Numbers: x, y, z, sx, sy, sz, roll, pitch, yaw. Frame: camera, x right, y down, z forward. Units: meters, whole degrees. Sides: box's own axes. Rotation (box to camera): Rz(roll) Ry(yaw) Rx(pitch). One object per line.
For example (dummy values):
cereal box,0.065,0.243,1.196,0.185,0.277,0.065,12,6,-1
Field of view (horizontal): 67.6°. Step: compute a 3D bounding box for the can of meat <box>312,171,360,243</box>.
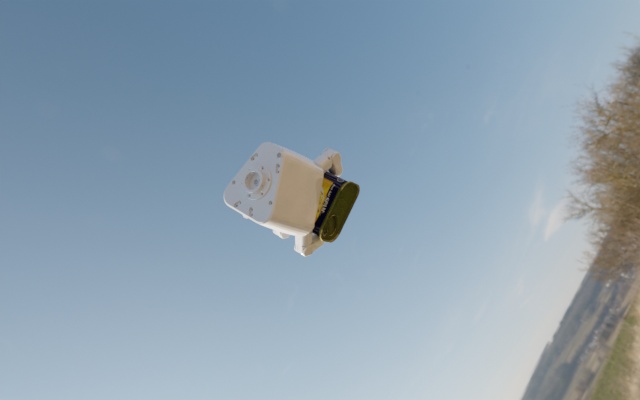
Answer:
can of meat,0.000,0.002,0.758,0.084,0.102,0.057,28,5,30
